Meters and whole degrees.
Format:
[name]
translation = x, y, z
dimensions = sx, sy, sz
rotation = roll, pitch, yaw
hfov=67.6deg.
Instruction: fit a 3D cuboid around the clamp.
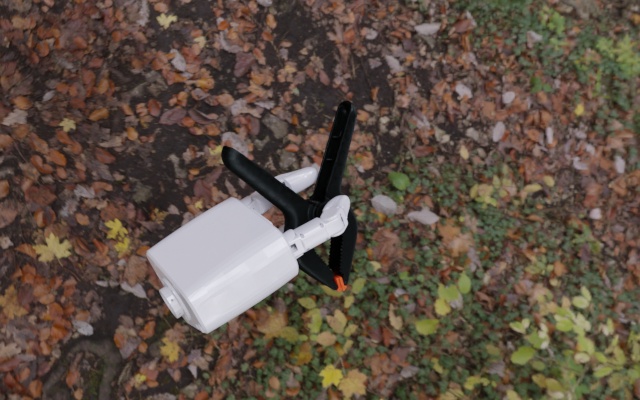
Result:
[clamp]
translation = 0.001, 0.002, 0.529
dimensions = 0.164, 0.210, 0.036
rotation = -33, 25, -25
